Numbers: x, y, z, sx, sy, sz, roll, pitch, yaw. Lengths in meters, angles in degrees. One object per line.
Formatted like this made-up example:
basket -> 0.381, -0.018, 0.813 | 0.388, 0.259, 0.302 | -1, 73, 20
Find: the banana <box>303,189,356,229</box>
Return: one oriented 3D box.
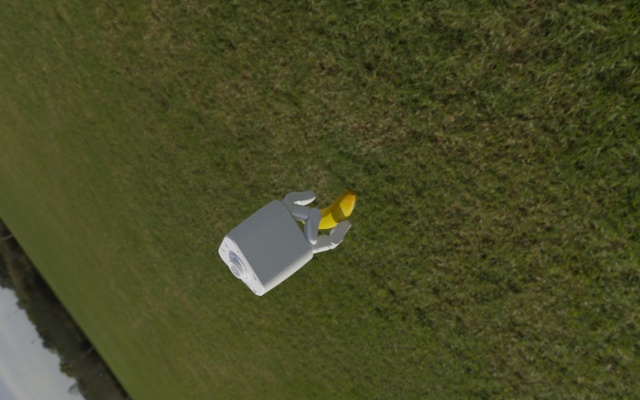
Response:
banana -> 0.006, 0.019, 0.868 | 0.037, 0.070, 0.198 | -35, 17, -31
